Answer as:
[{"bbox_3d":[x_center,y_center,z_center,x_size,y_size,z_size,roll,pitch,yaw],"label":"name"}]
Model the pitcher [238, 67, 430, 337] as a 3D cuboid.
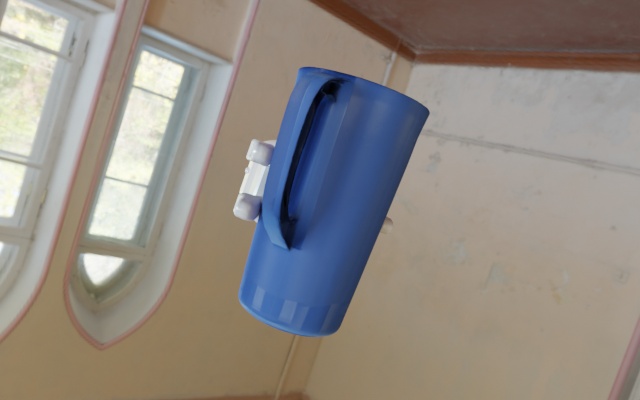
[{"bbox_3d":[0.000,0.001,0.463,0.149,0.243,0.145,17,4,-20],"label":"pitcher"}]
